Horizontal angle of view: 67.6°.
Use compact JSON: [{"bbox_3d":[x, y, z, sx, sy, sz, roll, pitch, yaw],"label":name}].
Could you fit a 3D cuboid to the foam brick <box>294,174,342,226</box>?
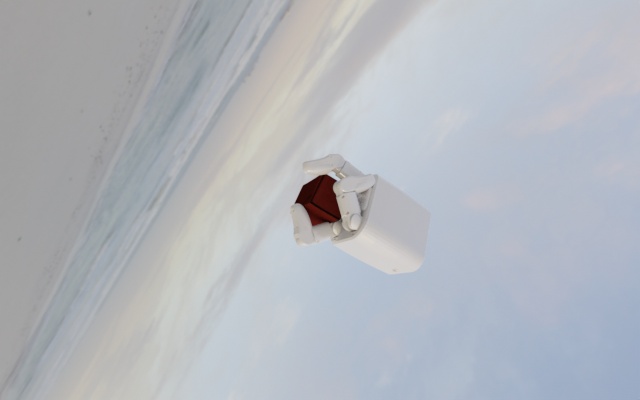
[{"bbox_3d":[0.000,0.002,0.692,0.051,0.053,0.078,31,-22,-16],"label":"foam brick"}]
